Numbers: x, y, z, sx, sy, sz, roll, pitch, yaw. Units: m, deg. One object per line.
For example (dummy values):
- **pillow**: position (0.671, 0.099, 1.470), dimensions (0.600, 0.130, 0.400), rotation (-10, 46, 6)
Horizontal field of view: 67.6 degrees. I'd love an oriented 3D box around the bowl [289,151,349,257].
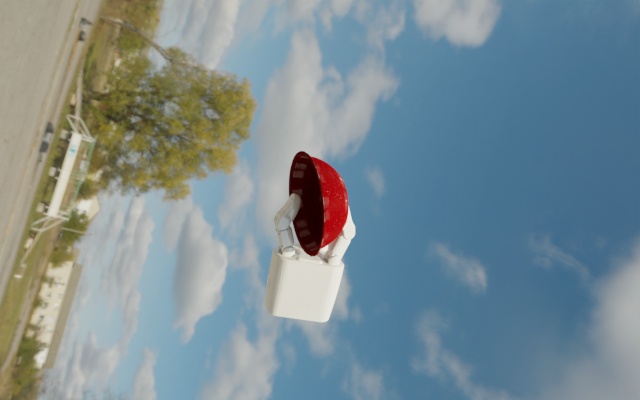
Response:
- **bowl**: position (0.001, 0.001, 0.736), dimensions (0.055, 0.162, 0.162), rotation (-7, 2, -20)
